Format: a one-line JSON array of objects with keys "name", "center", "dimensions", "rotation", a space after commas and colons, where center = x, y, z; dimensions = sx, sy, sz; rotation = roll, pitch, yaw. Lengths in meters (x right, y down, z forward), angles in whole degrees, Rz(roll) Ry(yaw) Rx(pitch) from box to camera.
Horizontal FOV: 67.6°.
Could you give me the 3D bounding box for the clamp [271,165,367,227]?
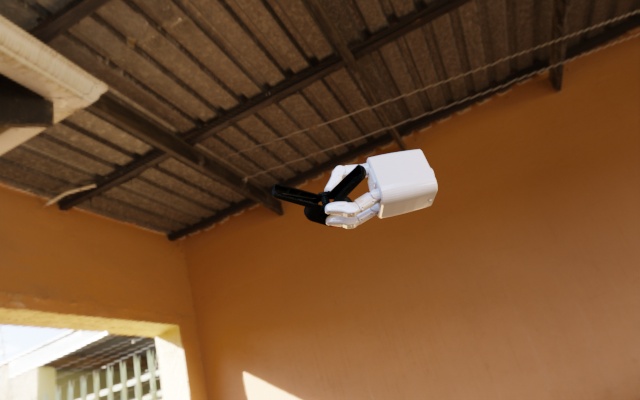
[{"name": "clamp", "center": [0.000, 0.002, 0.889], "dimensions": [0.164, 0.036, 0.210], "rotation": [-9, -25, -2]}]
